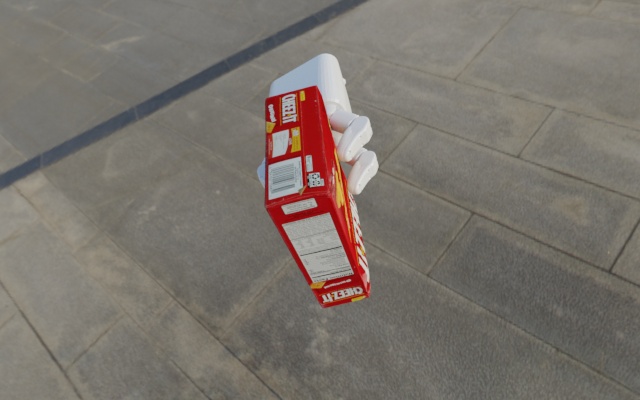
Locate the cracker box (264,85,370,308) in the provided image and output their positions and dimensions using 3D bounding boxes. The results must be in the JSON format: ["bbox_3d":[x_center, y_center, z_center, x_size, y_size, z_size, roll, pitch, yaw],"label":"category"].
[{"bbox_3d":[0.000,0.002,0.563,0.072,0.164,0.214,-13,-41,9],"label":"cracker box"}]
